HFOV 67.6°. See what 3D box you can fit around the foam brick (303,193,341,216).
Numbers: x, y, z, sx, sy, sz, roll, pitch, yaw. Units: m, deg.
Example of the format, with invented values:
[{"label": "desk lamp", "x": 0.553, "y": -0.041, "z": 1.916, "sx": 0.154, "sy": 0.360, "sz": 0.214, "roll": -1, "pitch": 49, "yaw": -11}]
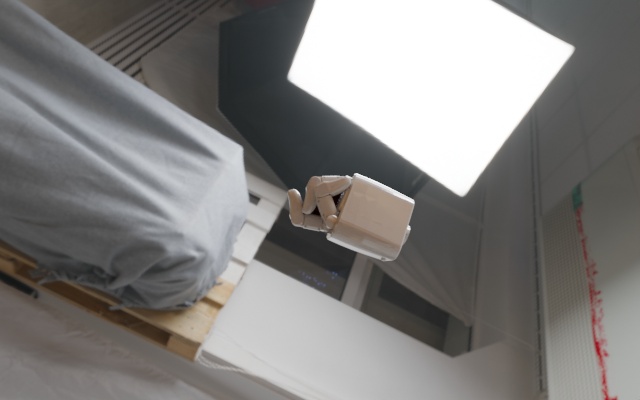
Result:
[{"label": "foam brick", "x": 0.000, "y": 0.003, "z": 0.804, "sx": 0.051, "sy": 0.053, "sz": 0.078, "roll": 20, "pitch": -9, "yaw": -2}]
